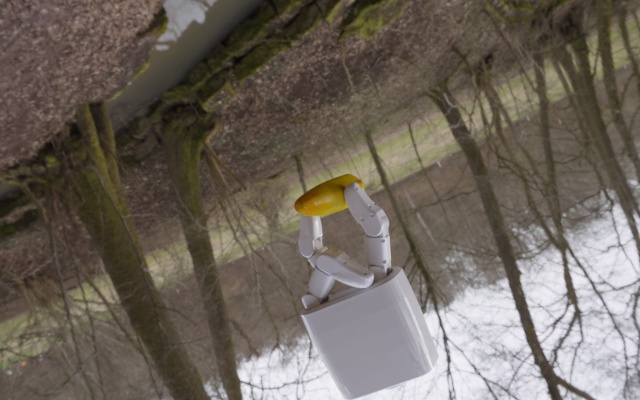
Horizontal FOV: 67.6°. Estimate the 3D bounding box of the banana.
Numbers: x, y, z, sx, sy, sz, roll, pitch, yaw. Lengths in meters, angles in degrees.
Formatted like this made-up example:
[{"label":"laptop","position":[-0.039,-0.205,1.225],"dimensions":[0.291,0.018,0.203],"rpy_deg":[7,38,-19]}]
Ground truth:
[{"label":"banana","position":[0.017,-0.006,0.552],"dimensions":[0.069,0.037,0.198],"rpy_deg":[-24,1,6]}]
